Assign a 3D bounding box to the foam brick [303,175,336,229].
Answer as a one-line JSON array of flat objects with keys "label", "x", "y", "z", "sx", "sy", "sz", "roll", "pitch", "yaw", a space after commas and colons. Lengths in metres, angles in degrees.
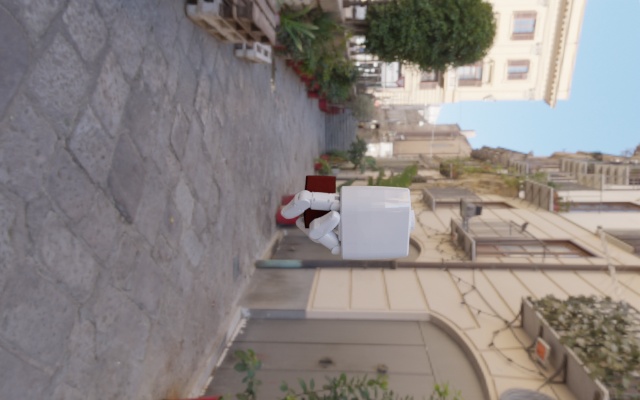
[{"label": "foam brick", "x": 0.000, "y": 0.002, "z": 0.790, "sx": 0.051, "sy": 0.053, "sz": 0.078, "roll": 0, "pitch": 44, "yaw": 3}]
